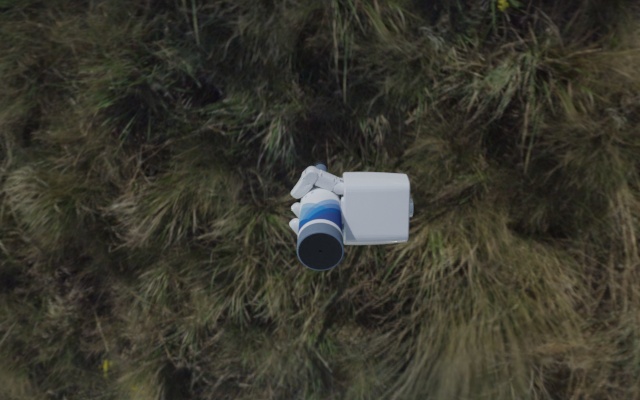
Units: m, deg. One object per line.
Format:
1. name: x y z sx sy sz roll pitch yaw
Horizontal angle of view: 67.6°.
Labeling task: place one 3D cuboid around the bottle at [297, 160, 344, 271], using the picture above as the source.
1. bottle: 0.000 0.003 0.797 0.069 0.069 0.295 0 28 0
